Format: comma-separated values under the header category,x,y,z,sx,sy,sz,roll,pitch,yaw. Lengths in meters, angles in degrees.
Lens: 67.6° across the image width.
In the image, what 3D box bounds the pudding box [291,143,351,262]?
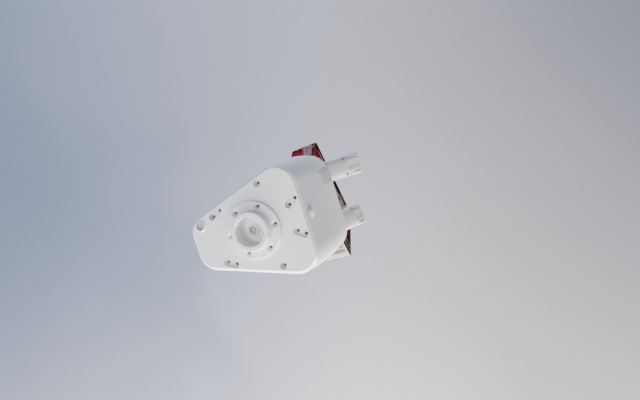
category,x,y,z,sx,sy,sz,roll,pitch,yaw
pudding box,0.000,0.002,0.561,0.039,0.113,0.090,-17,31,15
